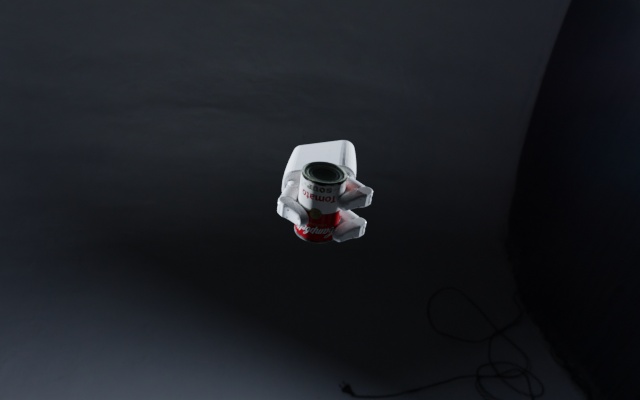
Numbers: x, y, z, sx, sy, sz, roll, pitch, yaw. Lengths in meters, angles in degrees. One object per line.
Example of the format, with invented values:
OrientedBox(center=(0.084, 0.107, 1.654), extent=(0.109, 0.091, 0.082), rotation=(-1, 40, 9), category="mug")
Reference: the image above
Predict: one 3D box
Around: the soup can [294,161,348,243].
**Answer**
OrientedBox(center=(0.000, 0.002, 0.699), extent=(0.068, 0.102, 0.068), rotation=(6, 32, -4), category="soup can")
